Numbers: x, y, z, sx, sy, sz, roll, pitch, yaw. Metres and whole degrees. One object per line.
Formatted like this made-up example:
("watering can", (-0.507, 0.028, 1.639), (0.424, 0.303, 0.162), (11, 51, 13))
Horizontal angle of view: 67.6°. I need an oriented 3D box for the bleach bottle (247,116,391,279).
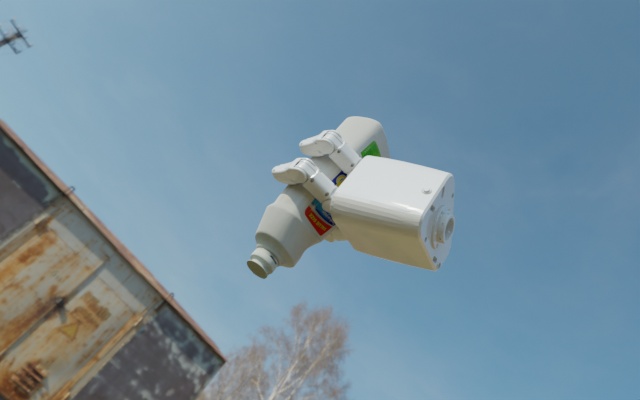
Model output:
("bleach bottle", (0.000, 0.002, 0.592), (0.068, 0.103, 0.250), (15, 49, 33))
